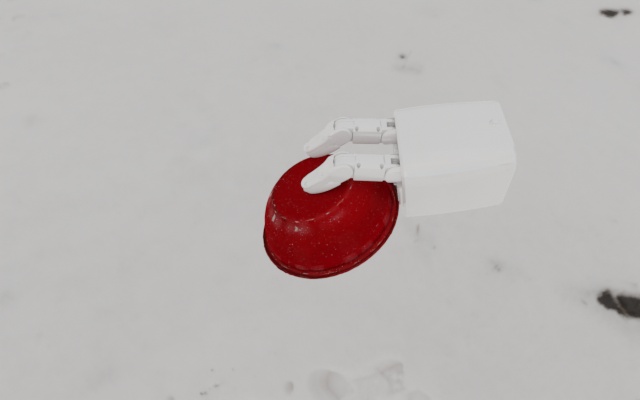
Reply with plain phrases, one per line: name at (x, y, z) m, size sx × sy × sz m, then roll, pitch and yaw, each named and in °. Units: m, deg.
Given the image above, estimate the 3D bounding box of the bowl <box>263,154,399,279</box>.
bowl at (-0.001, 0.002, 0.516) m, size 0.162 × 0.162 × 0.055 m, roll 0°, pitch -38°, yaw 27°
